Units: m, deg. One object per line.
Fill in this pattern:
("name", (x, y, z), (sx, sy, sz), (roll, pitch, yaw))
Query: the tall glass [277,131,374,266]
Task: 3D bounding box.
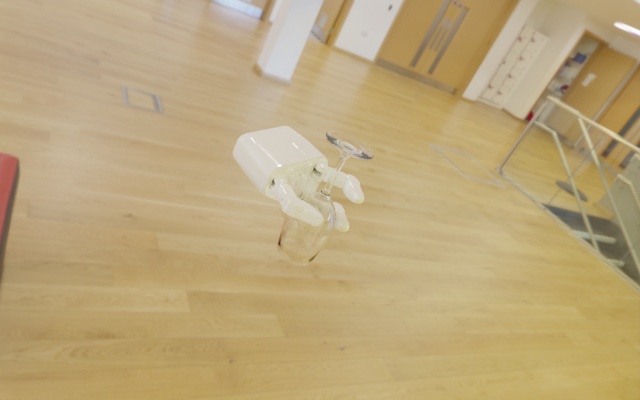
("tall glass", (0.000, 0.002, 0.708), (0.079, 0.201, 0.079), (22, 26, -11))
